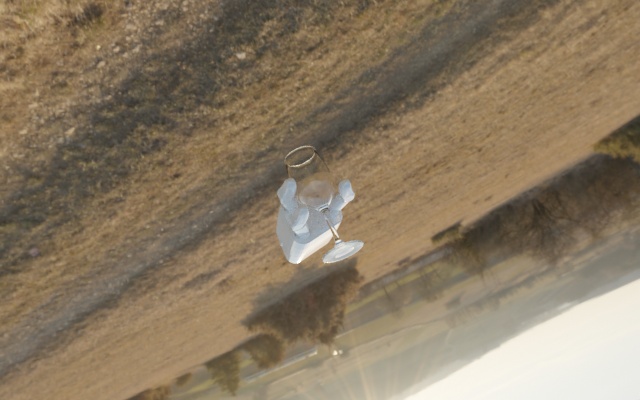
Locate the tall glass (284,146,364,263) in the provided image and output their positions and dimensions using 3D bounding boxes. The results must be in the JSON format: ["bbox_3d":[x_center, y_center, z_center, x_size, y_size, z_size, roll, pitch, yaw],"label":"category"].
[{"bbox_3d":[0.000,0.003,0.830,0.079,0.201,0.079,-20,-24,-9],"label":"tall glass"}]
